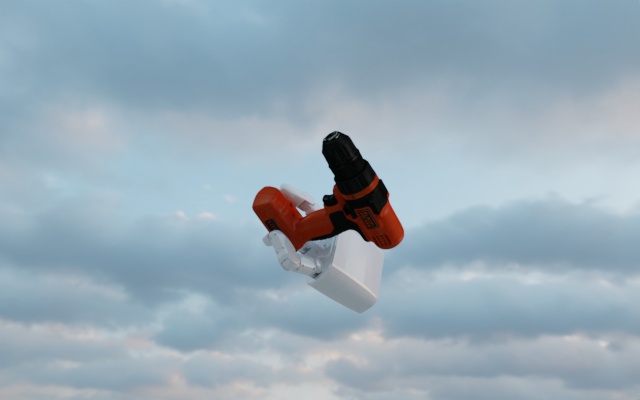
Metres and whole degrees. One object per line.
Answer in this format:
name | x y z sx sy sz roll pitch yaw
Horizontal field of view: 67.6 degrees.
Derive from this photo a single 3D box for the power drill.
power drill | 0.000 0.002 0.649 0.187 0.184 0.057 -11 34 35
